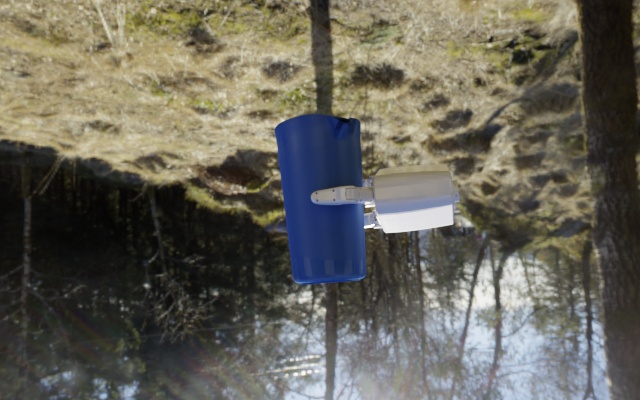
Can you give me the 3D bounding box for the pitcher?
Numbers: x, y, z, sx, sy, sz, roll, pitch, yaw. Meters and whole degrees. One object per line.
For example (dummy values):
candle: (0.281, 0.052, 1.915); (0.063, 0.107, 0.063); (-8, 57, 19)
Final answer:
pitcher: (0.000, 0.002, 0.726); (0.145, 0.242, 0.149); (-7, -10, 14)
